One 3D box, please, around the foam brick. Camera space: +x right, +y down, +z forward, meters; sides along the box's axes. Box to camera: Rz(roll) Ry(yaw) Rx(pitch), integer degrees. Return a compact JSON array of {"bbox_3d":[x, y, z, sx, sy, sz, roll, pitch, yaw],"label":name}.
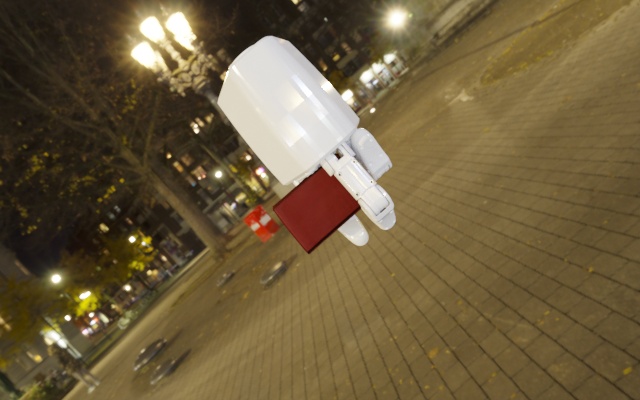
[{"bbox_3d":[0.000,0.002,0.440,0.078,0.051,0.053,-41,7,-2],"label":"foam brick"}]
